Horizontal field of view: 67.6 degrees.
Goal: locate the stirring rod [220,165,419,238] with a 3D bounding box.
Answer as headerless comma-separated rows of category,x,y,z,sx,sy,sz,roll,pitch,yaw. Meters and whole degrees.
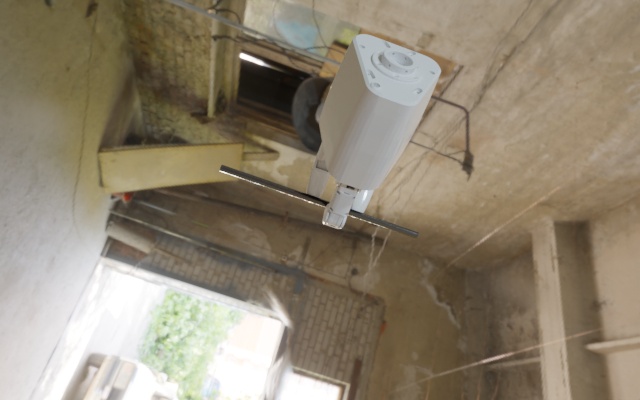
stirring rod,0.000,0.002,0.552,0.239,0.011,0.011,19,-2,-4
